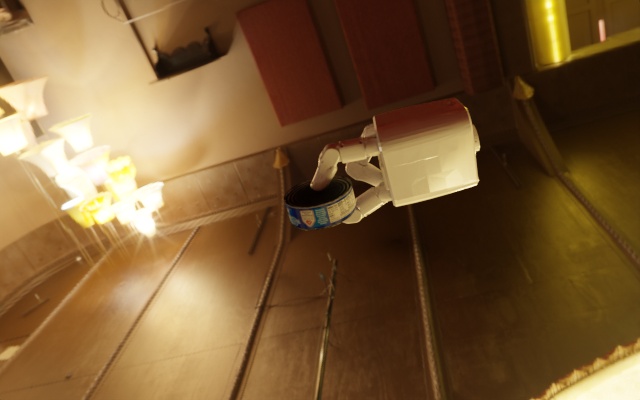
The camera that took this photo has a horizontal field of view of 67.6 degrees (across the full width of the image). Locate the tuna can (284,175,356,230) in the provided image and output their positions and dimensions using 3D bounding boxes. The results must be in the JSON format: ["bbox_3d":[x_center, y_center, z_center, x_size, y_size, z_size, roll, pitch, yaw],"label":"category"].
[{"bbox_3d":[0.000,0.002,0.589,0.086,0.034,0.086,-12,24,6],"label":"tuna can"}]
